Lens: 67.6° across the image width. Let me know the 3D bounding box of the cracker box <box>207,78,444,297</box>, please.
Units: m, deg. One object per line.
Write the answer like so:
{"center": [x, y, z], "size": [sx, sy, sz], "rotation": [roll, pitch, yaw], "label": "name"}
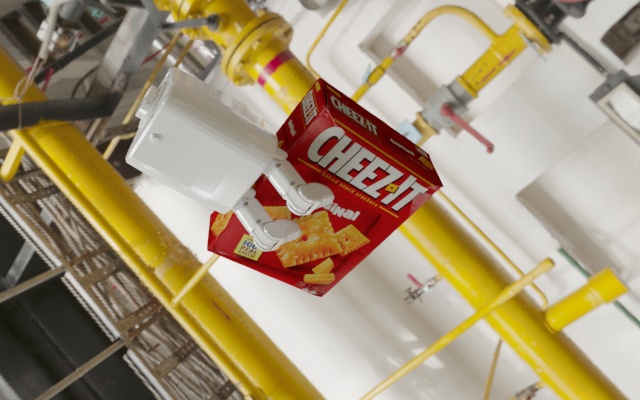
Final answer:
{"center": [0.000, 0.002, 0.529], "size": [0.164, 0.214, 0.072], "rotation": [29, 30, -27], "label": "cracker box"}
